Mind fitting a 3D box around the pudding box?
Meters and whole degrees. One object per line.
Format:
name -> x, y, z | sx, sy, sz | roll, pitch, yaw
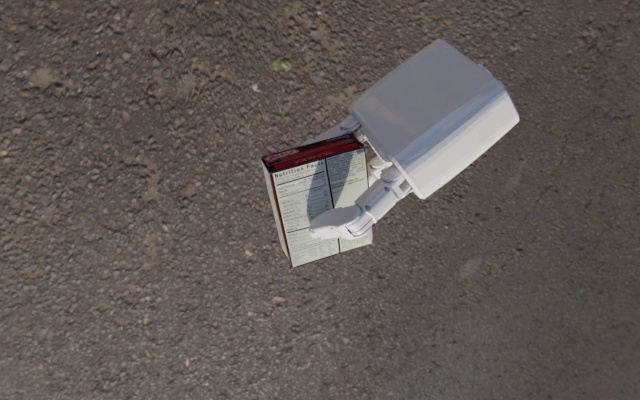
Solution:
pudding box -> 0.000, 0.002, 0.449 | 0.090, 0.114, 0.039 | -16, 31, -10
